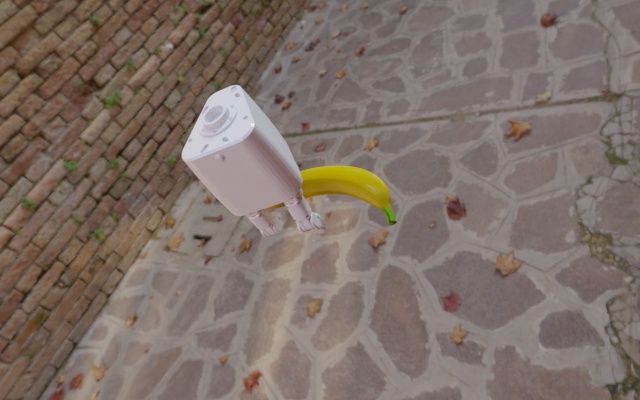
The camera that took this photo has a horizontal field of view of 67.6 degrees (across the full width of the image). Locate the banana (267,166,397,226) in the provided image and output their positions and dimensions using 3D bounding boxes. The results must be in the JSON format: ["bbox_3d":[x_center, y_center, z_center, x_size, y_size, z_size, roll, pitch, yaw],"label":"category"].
[{"bbox_3d":[0.009,-0.014,0.622,0.198,0.069,0.037,5,-27,29],"label":"banana"}]
